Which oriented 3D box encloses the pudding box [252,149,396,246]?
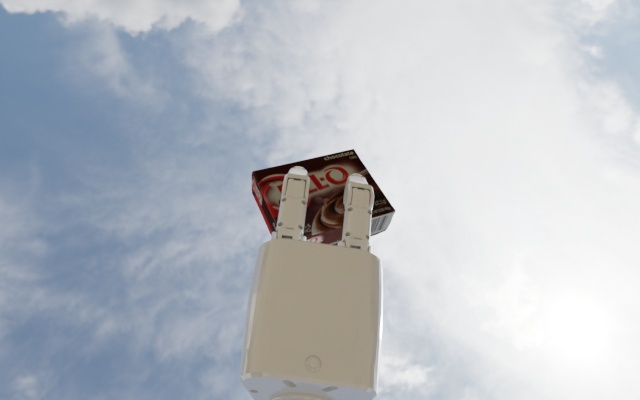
[{"bbox_3d":[0.000,0.002,0.458,0.113,0.090,0.039,-13,-37,-22],"label":"pudding box"}]
